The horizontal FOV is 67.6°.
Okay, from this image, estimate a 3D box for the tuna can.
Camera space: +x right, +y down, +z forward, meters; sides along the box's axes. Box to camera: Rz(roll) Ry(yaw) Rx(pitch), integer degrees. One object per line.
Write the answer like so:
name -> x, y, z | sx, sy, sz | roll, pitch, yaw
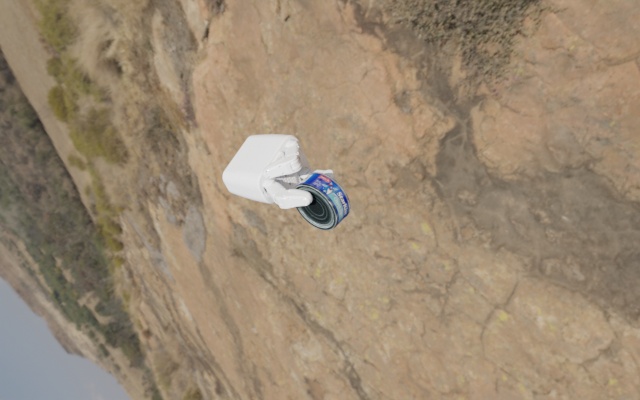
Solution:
tuna can -> 0.000, 0.003, 0.713 | 0.086, 0.086, 0.033 | 0, 34, 47
